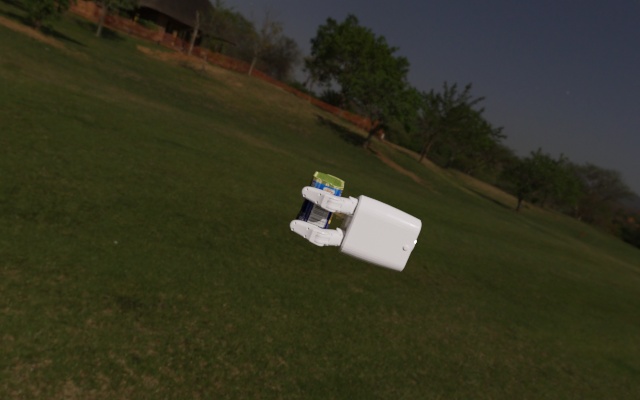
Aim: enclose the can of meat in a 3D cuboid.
[{"bbox_3d":[0.000,0.002,0.781,0.057,0.084,0.102,21,10,-1],"label":"can of meat"}]
